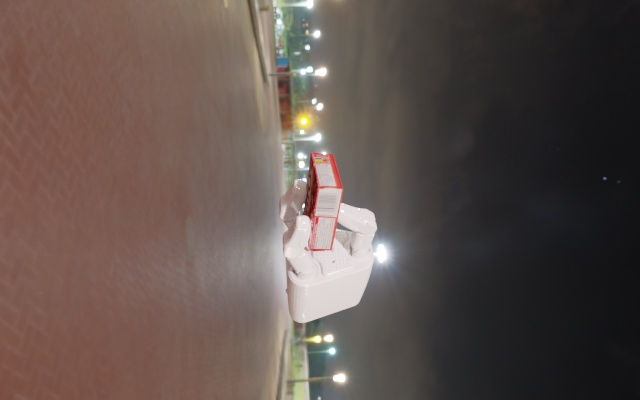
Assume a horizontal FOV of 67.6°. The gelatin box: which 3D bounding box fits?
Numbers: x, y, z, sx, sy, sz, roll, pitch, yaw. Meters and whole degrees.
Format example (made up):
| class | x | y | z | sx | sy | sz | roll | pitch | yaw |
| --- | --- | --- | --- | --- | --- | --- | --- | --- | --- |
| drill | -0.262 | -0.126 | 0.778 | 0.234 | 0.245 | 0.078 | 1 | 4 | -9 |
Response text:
| class | x | y | z | sx | sy | sz | roll | pitch | yaw |
| --- | --- | --- | --- | --- | --- | --- | --- | --- | --- |
| gelatin box | 0.001 | 0.002 | 0.543 | 0.030 | 0.089 | 0.073 | 2 | 36 | -10 |
